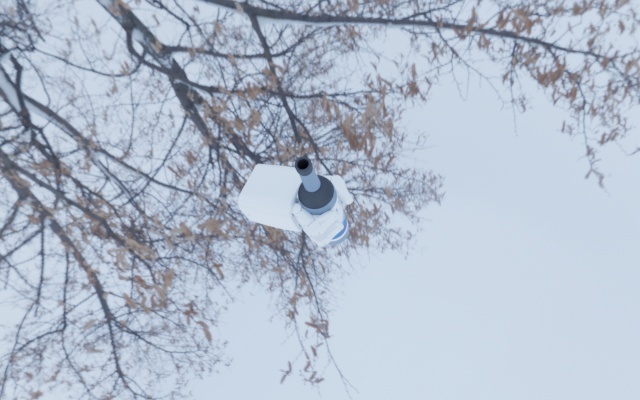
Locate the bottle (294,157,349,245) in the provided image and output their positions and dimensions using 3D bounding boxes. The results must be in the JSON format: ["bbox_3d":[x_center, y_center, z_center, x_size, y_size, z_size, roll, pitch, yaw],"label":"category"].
[{"bbox_3d":[0.000,0.003,0.870,0.069,0.069,0.296,0,-24,12],"label":"bottle"}]
